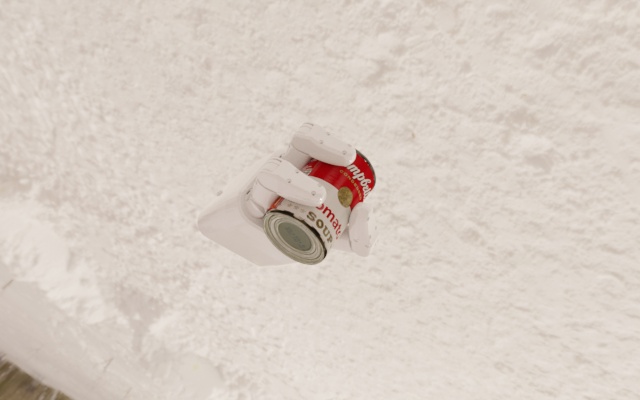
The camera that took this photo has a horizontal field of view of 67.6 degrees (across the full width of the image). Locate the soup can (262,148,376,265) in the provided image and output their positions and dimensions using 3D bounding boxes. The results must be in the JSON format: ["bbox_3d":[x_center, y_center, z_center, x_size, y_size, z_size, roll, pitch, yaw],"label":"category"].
[{"bbox_3d":[0.000,0.002,0.449,0.068,0.068,0.102,0,41,41],"label":"soup can"}]
